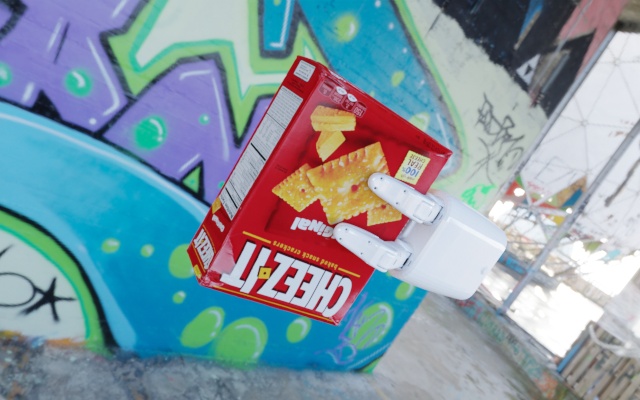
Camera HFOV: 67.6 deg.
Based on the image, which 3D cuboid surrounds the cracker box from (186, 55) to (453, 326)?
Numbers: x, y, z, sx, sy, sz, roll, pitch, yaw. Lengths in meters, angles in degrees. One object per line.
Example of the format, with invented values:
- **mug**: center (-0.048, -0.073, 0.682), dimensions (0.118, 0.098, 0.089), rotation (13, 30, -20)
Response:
- **cracker box**: center (0.000, 0.001, 0.453), dimensions (0.164, 0.214, 0.072), rotation (25, 12, -32)
